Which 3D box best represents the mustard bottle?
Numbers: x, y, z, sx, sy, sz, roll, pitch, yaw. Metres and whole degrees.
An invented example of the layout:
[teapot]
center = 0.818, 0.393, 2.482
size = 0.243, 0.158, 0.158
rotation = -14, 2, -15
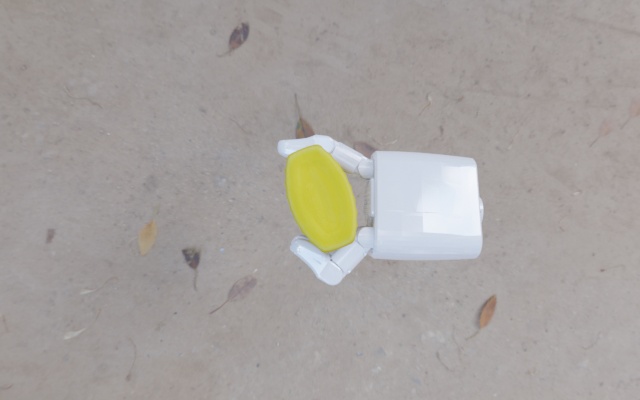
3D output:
[mustard bottle]
center = 0.000, 0.002, 0.510
size = 0.058, 0.096, 0.191
rotation = -22, -2, -1
